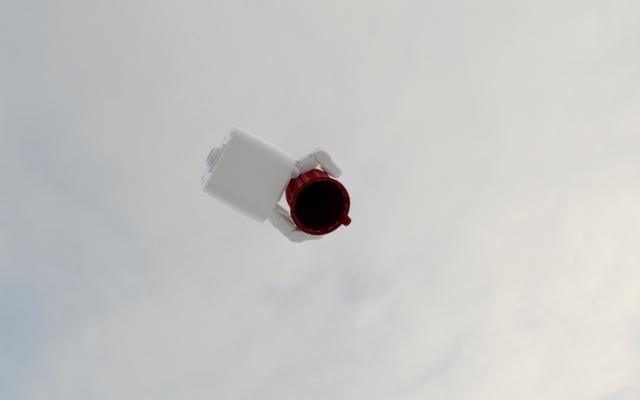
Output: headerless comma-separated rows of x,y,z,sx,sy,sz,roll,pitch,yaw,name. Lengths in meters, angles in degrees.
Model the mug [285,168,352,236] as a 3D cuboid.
0.001,0.003,0.750,0.117,0.093,0.081,31,9,-22,mug
